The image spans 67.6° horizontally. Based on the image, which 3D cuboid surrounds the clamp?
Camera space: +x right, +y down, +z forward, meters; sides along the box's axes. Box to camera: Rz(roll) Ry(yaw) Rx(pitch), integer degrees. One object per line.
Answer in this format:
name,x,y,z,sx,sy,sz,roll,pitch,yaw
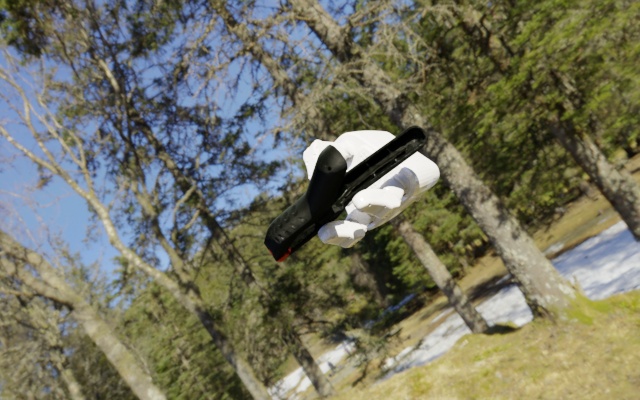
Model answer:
clamp,-0.001,0.001,0.476,0.210,0.036,0.164,-43,-15,30
